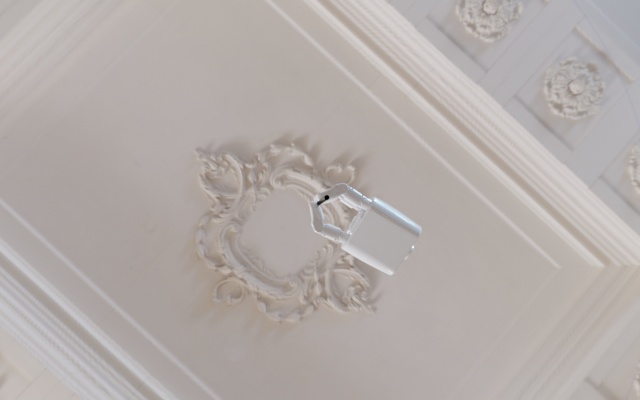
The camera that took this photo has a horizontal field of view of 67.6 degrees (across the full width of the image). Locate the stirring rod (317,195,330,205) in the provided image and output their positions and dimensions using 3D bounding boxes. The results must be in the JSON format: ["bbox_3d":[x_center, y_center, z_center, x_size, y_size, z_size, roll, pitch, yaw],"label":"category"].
[{"bbox_3d":[0.000,0.003,0.837,0.011,0.011,0.239,0,-3,-5],"label":"stirring rod"}]
